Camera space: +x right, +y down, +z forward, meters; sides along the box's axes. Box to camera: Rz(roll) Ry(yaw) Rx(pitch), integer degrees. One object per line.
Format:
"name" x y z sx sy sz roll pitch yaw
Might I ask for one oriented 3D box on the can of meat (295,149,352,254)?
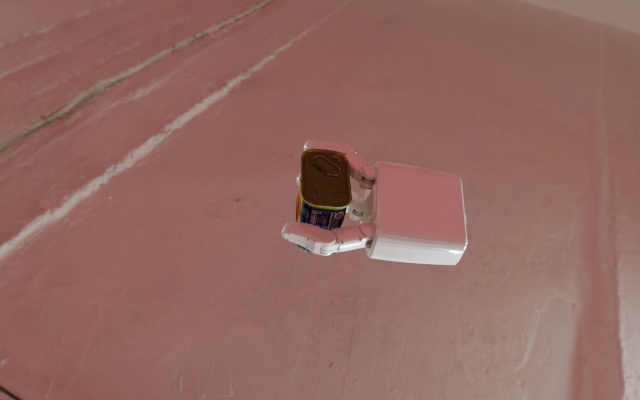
"can of meat" 0.000 0.002 0.575 0.057 0.084 0.102 5 43 -7
